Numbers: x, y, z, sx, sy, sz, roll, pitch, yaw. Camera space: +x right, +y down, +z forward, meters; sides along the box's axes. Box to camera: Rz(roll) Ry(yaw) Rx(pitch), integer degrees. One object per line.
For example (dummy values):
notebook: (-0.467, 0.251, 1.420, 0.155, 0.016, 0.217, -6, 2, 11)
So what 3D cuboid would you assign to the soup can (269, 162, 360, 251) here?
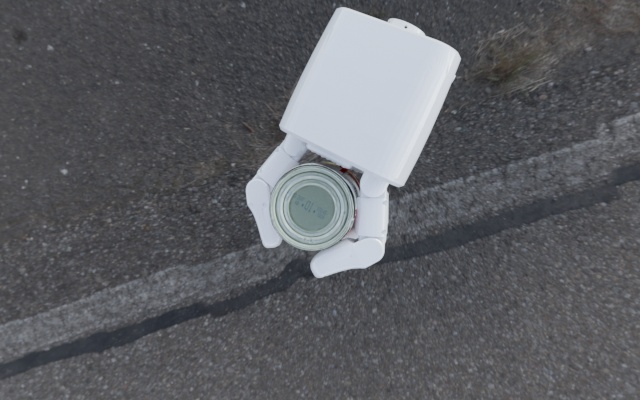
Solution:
soup can: (0.000, 0.002, 0.406, 0.068, 0.068, 0.102, 0, 5, 8)
